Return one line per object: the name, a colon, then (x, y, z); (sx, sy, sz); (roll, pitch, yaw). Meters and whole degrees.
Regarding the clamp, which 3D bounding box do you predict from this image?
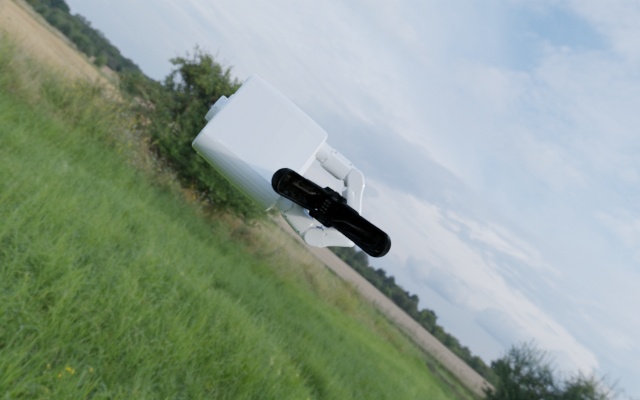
clamp: (0.001, 0.001, 0.481); (0.120, 0.039, 0.171); (40, -1, -12)
